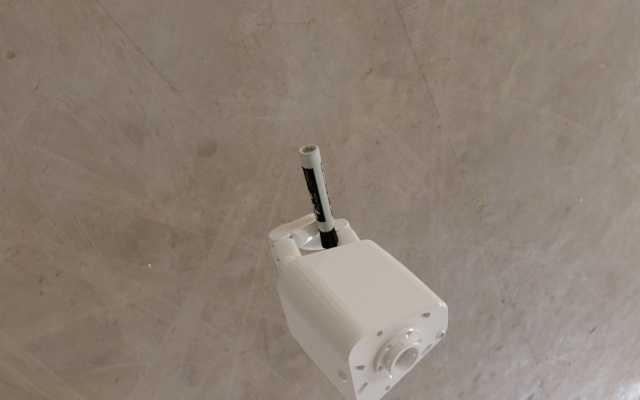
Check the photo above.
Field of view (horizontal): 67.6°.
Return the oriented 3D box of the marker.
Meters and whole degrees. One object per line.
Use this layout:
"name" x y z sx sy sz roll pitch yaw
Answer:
"marker" 0.000 0.001 0.465 0.020 0.121 0.020 -9 36 6
